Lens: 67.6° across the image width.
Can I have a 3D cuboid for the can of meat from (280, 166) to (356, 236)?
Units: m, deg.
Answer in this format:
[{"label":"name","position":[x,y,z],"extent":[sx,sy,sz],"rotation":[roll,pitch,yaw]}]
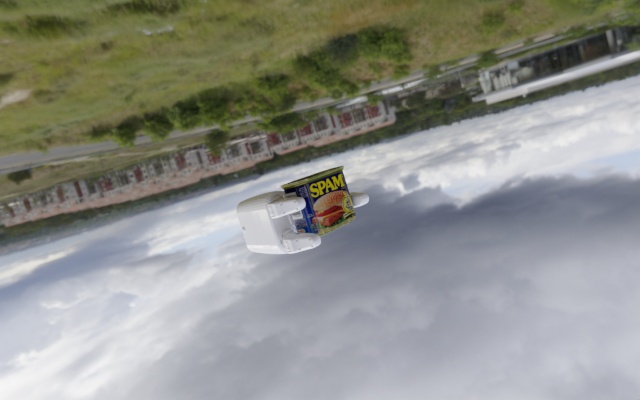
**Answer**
[{"label":"can of meat","position":[0.000,0.003,0.708],"extent":[0.102,0.084,0.057],"rotation":[-22,8,-42]}]
